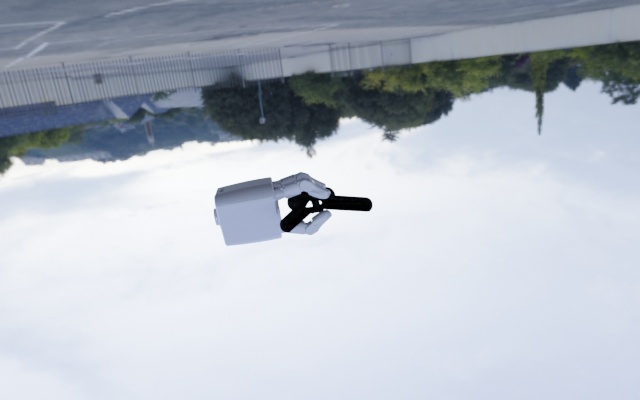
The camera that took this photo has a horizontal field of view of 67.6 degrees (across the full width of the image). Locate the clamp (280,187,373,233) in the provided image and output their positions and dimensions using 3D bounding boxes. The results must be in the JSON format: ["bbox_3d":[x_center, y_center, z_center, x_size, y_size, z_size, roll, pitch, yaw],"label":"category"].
[{"bbox_3d":[0.000,0.004,0.896,0.164,0.036,0.210,-11,16,-5],"label":"clamp"}]
